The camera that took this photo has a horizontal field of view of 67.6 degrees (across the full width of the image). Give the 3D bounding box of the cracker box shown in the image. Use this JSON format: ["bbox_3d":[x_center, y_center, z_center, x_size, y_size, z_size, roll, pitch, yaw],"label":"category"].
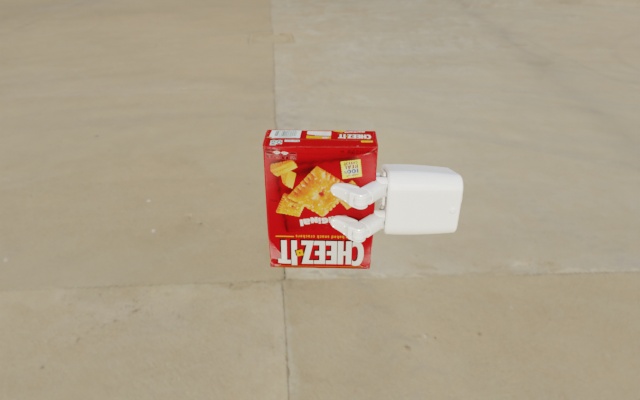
[{"bbox_3d":[0.000,0.002,0.731,0.164,0.214,0.072,1,29,2],"label":"cracker box"}]
